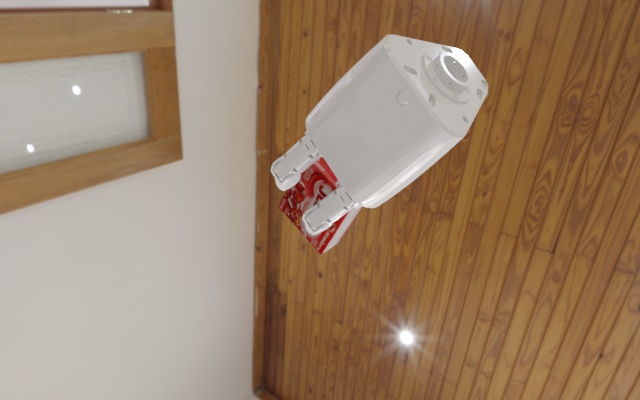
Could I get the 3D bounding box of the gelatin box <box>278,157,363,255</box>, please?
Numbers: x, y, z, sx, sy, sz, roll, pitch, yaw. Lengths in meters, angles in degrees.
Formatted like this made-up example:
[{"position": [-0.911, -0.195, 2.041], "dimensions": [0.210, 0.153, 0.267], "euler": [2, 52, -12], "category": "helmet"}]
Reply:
[{"position": [0.000, 0.002, 0.492], "dimensions": [0.030, 0.073, 0.089], "euler": [-29, -21, -40], "category": "gelatin box"}]
